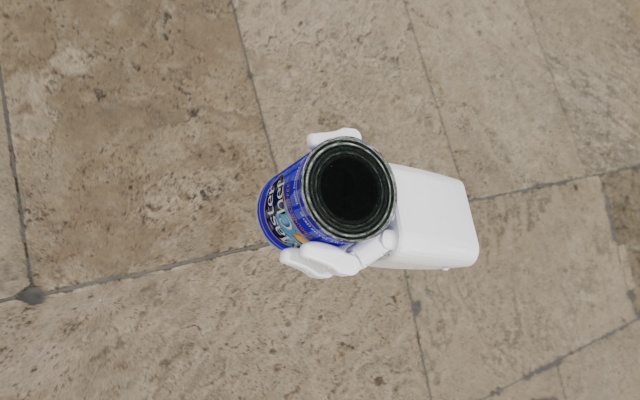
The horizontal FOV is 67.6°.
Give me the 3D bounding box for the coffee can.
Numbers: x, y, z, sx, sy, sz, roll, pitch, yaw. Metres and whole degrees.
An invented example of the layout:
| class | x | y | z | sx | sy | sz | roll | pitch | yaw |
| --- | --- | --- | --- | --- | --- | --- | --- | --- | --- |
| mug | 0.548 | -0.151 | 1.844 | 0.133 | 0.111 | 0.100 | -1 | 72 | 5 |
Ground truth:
| class | x | y | z | sx | sy | sz | roll | pitch | yaw |
| --- | --- | --- | --- | --- | --- | --- | --- | --- | --- |
| coffee can | 0.000 | 0.002 | 0.507 | 0.103 | 0.103 | 0.140 | 0 | -11 | -25 |
